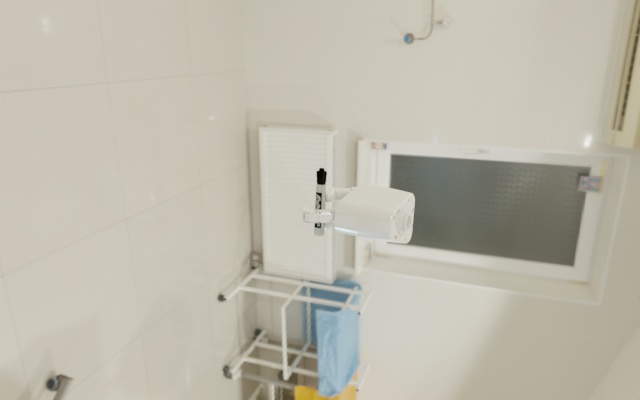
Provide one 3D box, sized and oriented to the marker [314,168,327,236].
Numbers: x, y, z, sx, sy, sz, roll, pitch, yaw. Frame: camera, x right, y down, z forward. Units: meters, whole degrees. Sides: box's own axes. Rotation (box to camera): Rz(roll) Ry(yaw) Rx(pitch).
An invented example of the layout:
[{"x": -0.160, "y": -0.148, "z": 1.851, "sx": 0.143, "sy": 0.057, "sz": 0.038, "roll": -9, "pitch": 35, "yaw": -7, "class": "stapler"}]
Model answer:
[{"x": 0.000, "y": 0.003, "z": 0.843, "sx": 0.020, "sy": 0.121, "sz": 0.020, "roll": 2, "pitch": 12, "yaw": -1, "class": "marker"}]
